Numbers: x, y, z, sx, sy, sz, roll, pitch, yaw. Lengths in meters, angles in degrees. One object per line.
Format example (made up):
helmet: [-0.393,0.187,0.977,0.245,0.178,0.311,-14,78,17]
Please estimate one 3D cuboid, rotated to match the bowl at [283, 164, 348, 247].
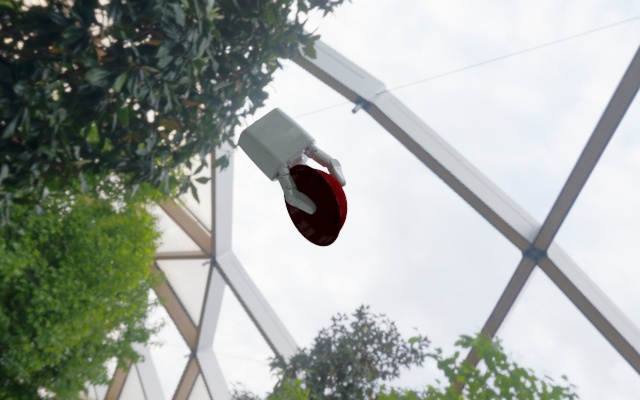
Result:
bowl: [0.001,0.004,0.897,0.055,0.162,0.162,-23,14,-37]
